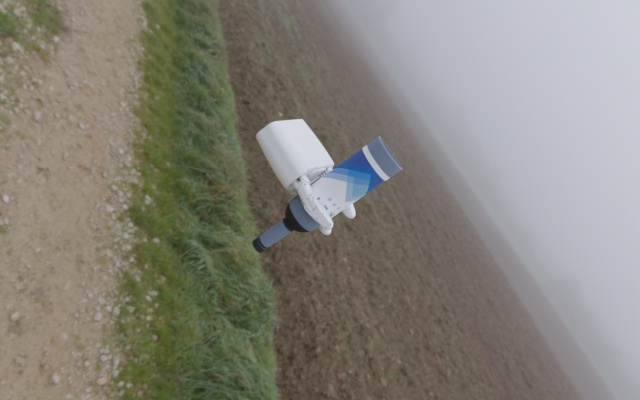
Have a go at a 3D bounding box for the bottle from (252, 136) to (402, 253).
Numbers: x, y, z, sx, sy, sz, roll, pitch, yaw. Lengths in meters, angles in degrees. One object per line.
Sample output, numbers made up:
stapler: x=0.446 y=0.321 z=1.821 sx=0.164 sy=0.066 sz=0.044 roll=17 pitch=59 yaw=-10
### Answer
bottle: x=0.000 y=0.003 z=0.825 sx=0.296 sy=0.069 sz=0.069 roll=-35 pitch=-11 yaw=17
